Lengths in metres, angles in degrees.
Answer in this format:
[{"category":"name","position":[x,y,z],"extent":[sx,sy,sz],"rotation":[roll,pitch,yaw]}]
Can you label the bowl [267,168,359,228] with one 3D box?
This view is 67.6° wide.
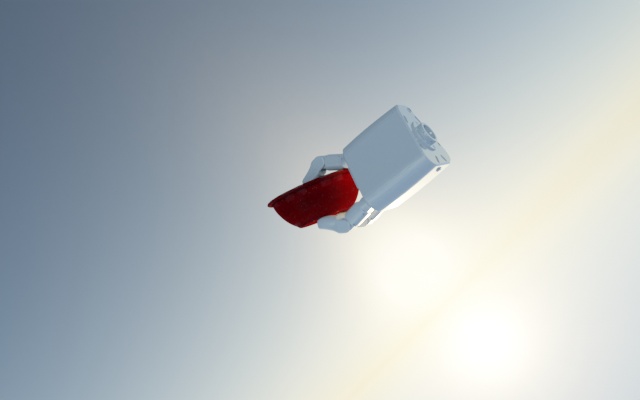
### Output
[{"category":"bowl","position":[-0.001,0.003,0.759],"extent":[0.162,0.055,0.162],"rotation":[-22,-5,-2]}]
